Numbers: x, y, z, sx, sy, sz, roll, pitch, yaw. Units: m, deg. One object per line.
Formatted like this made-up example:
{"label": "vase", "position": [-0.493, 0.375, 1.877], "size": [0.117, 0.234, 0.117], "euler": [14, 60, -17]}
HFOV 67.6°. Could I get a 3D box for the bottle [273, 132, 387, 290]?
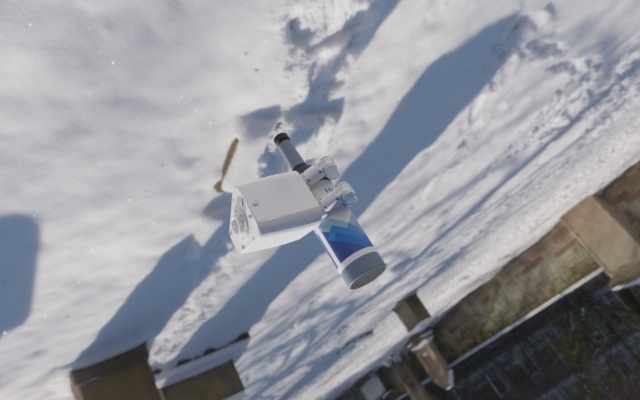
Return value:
{"label": "bottle", "position": [0.000, 0.003, 0.774], "size": [0.069, 0.295, 0.069], "euler": [-26, -26, -14]}
